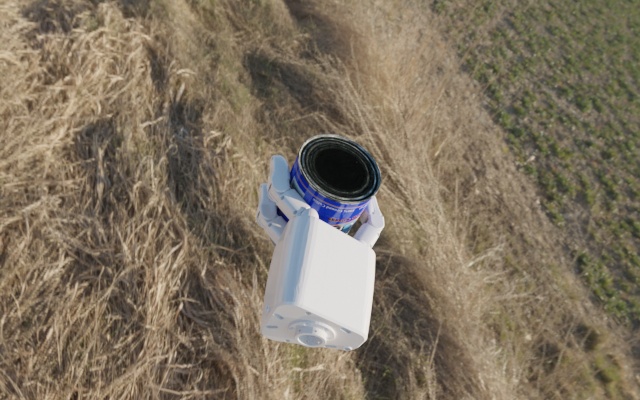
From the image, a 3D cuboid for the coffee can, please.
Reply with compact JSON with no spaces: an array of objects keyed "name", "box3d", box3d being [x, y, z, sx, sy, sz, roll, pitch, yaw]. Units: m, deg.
[{"name":"coffee can","box3d":[0.000,0.002,0.597,0.103,0.102,0.140,0,-36,-24]}]
